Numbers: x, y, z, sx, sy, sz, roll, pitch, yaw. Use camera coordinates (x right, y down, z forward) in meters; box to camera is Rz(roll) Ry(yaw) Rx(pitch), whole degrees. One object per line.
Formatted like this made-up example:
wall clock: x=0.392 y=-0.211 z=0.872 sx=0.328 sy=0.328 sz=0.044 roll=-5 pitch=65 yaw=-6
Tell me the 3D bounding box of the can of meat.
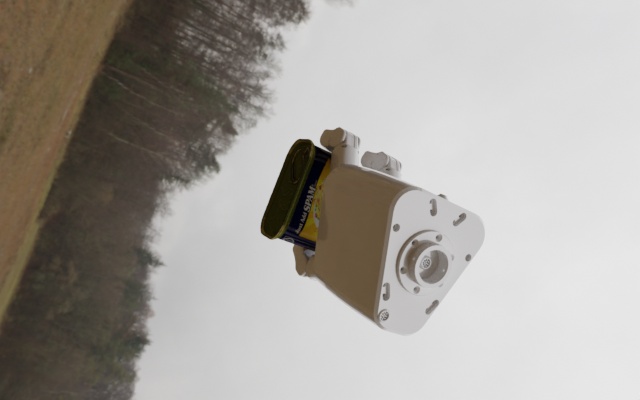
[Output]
can of meat: x=0.000 y=0.002 z=0.476 sx=0.084 sy=0.102 sz=0.057 roll=22 pitch=-3 yaw=-26
